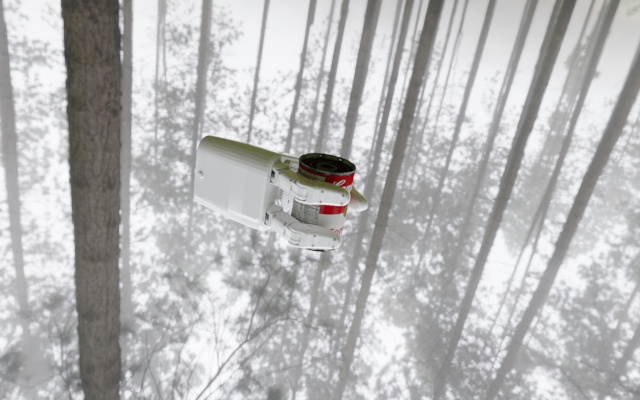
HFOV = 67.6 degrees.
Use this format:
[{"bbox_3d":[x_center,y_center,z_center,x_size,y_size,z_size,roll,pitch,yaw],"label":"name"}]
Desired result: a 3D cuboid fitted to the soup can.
[{"bbox_3d":[0.001,0.002,0.573,0.068,0.102,0.068,9,22,-4],"label":"soup can"}]
